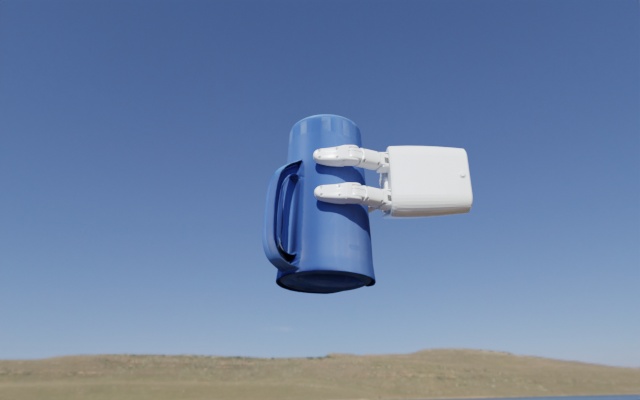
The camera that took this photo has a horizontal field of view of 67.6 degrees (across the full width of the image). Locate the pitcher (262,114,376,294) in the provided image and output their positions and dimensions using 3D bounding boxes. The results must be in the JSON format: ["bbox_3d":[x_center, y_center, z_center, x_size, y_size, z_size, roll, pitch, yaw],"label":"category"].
[{"bbox_3d":[0.000,0.002,0.671,0.145,0.242,0.149,0,-23,-1],"label":"pitcher"}]
